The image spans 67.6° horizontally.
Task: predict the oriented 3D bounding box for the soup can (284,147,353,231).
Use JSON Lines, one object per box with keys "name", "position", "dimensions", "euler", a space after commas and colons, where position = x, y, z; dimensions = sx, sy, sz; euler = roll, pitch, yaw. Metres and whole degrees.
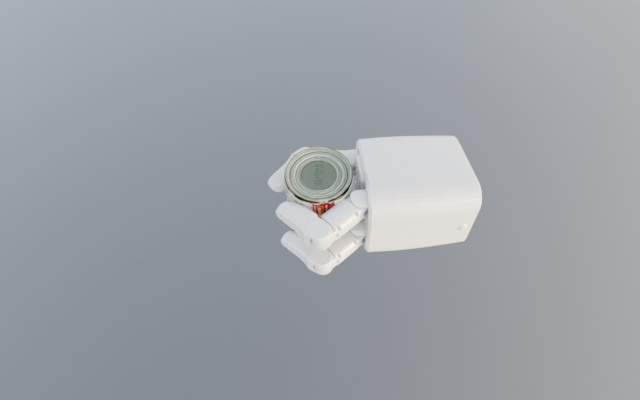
{"name": "soup can", "position": [0.000, 0.001, 0.493], "dimensions": [0.068, 0.068, 0.102], "euler": [0, -33, 2]}
